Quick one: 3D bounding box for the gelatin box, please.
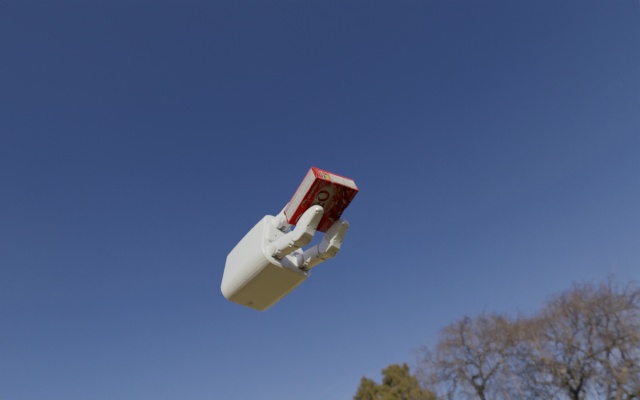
[{"bbox_3d":[0.000,0.002,0.682,0.073,0.089,0.030,16,31,-31],"label":"gelatin box"}]
